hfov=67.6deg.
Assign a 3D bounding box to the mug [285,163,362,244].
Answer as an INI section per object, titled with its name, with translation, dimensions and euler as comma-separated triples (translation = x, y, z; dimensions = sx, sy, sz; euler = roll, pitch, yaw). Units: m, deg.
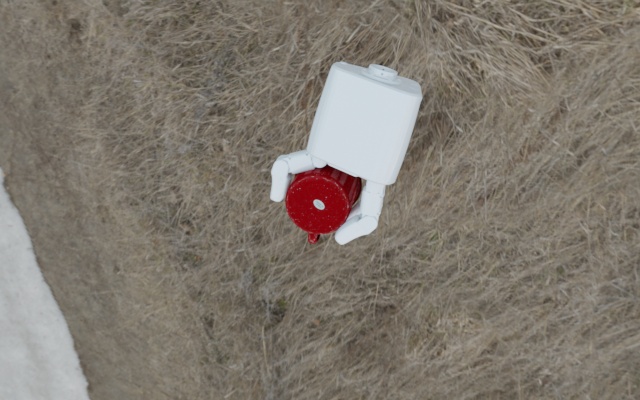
[mug]
translation = 0.000, 0.003, 0.617
dimensions = 0.093, 0.117, 0.081
euler = 16, 25, 4
